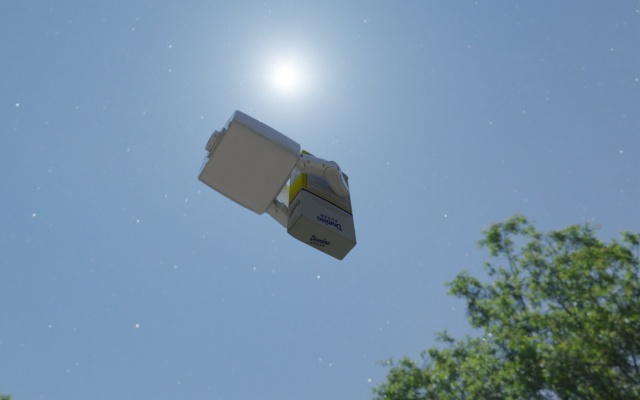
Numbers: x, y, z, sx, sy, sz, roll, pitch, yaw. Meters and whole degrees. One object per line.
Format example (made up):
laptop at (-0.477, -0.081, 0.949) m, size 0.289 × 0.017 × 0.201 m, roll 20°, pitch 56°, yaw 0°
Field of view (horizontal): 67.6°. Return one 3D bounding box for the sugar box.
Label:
sugar box at (0.000, 0.003, 0.710) m, size 0.093 × 0.048 × 0.176 m, roll 28°, pitch 32°, yaw -19°
